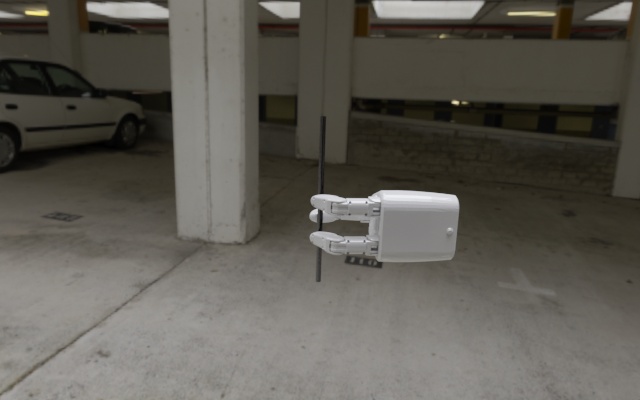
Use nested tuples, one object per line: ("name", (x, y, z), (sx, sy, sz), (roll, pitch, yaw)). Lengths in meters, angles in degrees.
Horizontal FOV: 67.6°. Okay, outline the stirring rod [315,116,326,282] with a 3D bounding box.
("stirring rod", (0.000, 0.002, 0.679), (0.011, 0.239, 0.011), (2, 13, 0))
